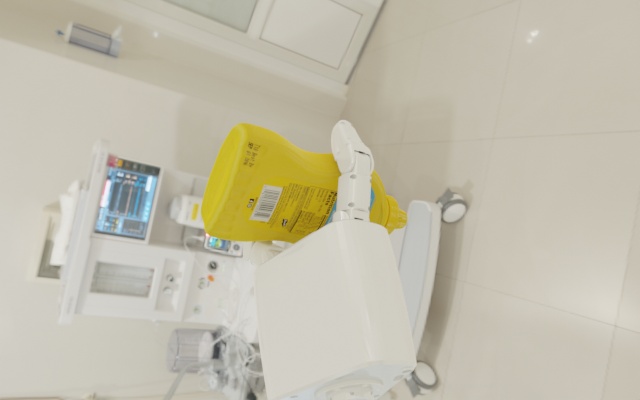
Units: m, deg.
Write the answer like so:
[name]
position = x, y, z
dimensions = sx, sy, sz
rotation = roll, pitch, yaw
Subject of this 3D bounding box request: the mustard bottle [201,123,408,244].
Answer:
[mustard bottle]
position = 0.000, 0.001, 0.424
dimensions = 0.191, 0.096, 0.058
rotation = 13, 25, -29
